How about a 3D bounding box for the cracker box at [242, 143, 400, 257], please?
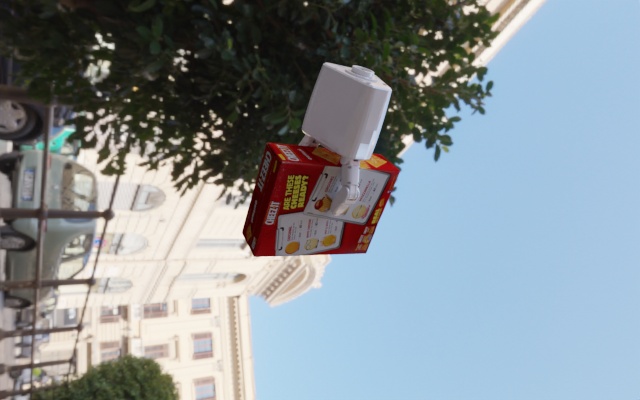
[{"bbox_3d":[0.000,0.003,0.753,0.214,0.164,0.072,2,30,-32],"label":"cracker box"}]
